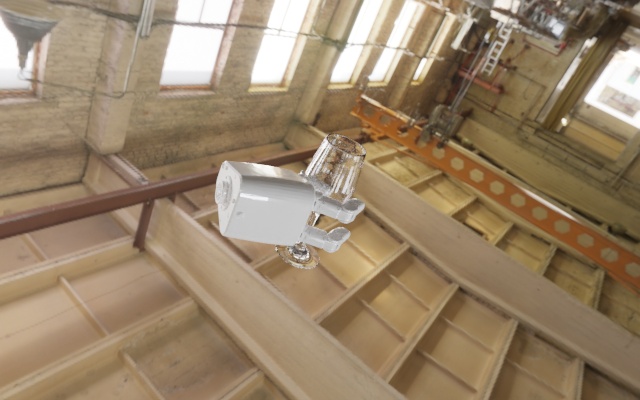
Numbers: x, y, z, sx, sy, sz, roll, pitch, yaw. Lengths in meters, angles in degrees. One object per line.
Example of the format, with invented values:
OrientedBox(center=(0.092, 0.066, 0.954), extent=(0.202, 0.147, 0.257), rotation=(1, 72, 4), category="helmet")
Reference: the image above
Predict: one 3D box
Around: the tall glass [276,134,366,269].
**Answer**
OrientedBox(center=(0.000, 0.003, 0.712), extent=(0.079, 0.201, 0.079), rotation=(19, 27, -10), category="tall glass")
